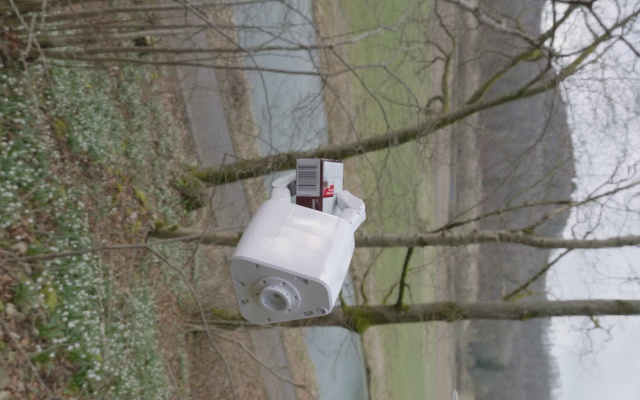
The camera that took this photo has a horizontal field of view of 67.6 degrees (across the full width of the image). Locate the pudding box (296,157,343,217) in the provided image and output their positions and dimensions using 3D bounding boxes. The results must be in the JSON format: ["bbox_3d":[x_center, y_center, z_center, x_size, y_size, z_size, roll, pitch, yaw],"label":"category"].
[{"bbox_3d":[0.000,0.002,0.618,0.039,0.113,0.090,3,4,18],"label":"pudding box"}]
